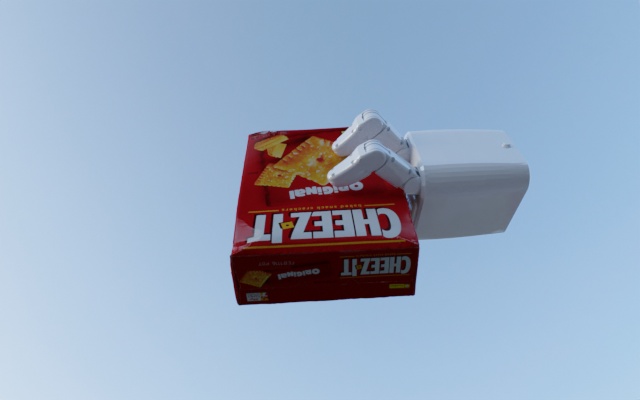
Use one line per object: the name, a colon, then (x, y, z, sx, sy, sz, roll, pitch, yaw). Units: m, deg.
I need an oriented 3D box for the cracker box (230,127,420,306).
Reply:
cracker box: (0.000, 0.002, 0.496, 0.164, 0.072, 0.213, -3, 37, -1)
